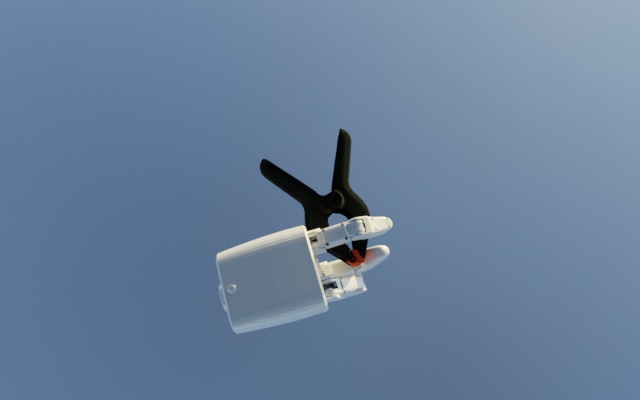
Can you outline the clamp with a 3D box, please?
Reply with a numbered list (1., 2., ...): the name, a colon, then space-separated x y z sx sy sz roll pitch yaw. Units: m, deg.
1. clamp: 0.000 0.002 0.578 0.120 0.171 0.039 -16 -16 -3
